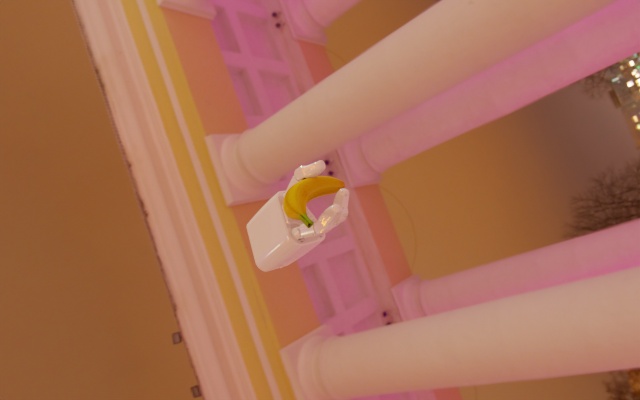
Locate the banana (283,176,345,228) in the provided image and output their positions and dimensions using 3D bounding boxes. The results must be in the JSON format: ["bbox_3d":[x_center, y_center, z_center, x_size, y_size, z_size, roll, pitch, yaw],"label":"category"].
[{"bbox_3d":[-0.016,-0.007,0.798,0.069,0.037,0.197,36,29,3],"label":"banana"}]
